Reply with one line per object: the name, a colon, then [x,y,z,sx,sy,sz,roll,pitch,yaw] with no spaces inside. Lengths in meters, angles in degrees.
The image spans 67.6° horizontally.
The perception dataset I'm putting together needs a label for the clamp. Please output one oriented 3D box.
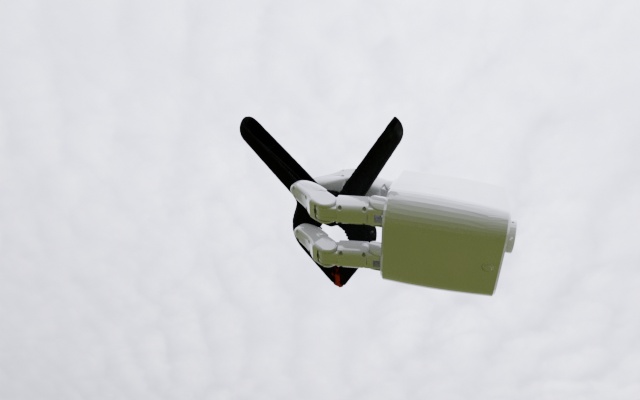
clamp: [0.001,0.002,0.502,0.164,0.210,0.036,11,37,19]
